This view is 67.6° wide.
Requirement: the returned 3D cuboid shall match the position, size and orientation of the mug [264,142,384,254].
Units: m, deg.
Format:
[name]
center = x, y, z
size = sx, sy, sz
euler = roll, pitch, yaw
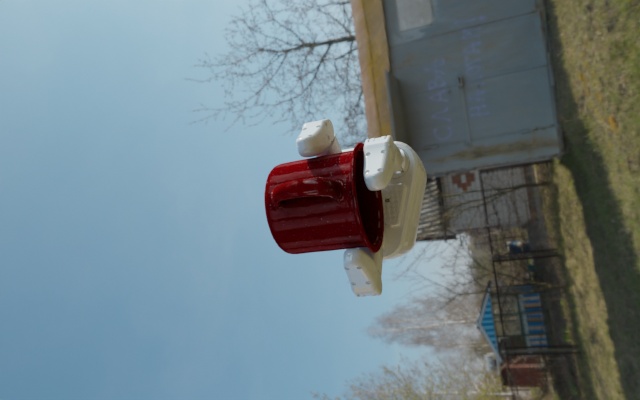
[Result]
[mug]
center = -0.001, 0.001, 0.401
size = 0.081, 0.093, 0.117
euler = -8, -9, 19
